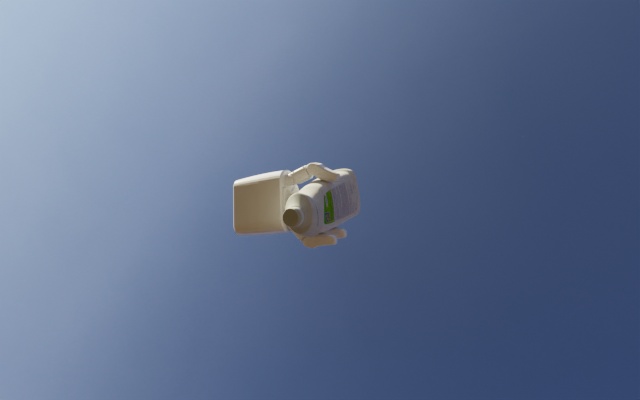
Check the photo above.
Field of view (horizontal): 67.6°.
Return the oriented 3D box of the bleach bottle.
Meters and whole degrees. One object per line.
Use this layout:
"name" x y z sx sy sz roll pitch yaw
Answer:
"bleach bottle" 0.000 0.003 0.844 0.068 0.102 0.251 -9 3 23
